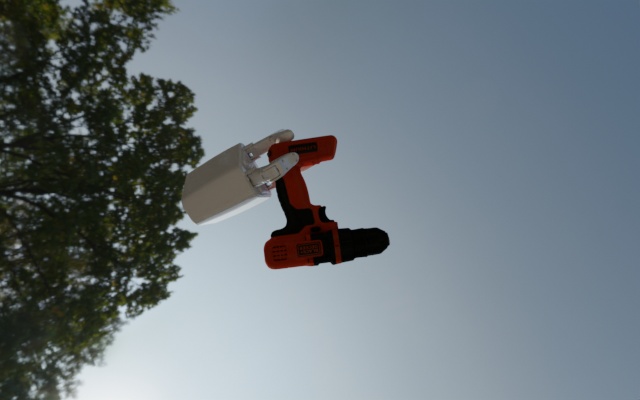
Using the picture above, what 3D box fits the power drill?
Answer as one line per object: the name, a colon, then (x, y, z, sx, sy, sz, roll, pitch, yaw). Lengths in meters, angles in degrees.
power drill: (0.000, 0.002, 0.704, 0.184, 0.187, 0.057, -8, -8, -3)
